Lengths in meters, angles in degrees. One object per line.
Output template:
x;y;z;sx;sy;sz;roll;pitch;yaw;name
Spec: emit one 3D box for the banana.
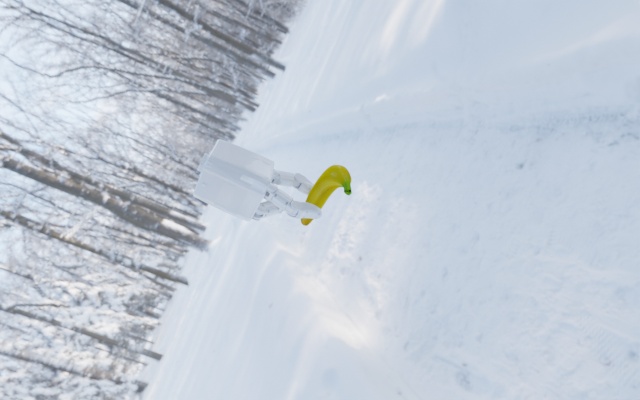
0.007;-0.014;0.810;0.037;0.069;0.198;24;-25;-12;banana
